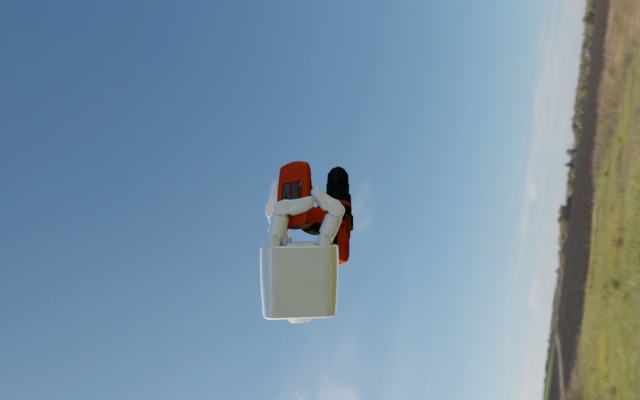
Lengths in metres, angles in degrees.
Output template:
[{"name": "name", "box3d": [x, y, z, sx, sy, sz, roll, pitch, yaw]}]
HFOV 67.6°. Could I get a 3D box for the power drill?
[{"name": "power drill", "box3d": [0.000, 0.003, 0.806, 0.057, 0.184, 0.188, -11, -24, 27]}]
